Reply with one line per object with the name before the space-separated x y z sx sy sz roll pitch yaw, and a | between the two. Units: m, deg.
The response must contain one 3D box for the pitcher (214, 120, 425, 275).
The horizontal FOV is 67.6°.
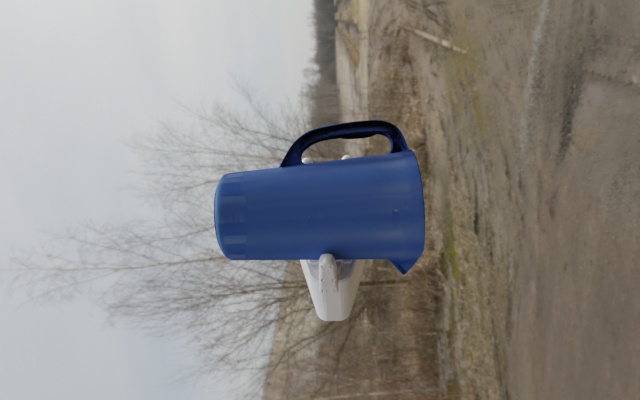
pitcher | 0.000 0.002 0.584 0.243 0.149 0.145 -3 -44 2
